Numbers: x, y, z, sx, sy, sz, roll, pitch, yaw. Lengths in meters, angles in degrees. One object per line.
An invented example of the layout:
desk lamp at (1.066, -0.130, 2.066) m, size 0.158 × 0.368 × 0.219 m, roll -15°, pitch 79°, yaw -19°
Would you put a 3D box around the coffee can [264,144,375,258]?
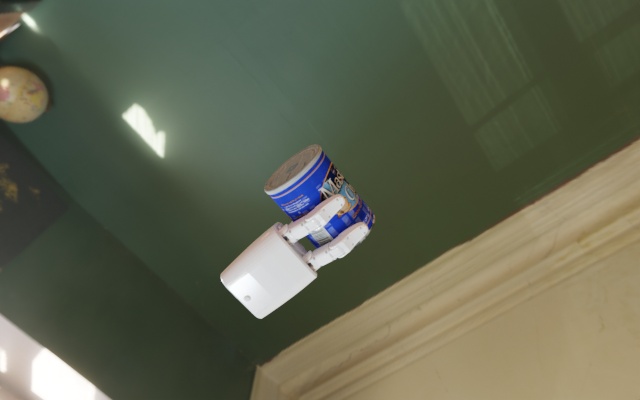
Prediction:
coffee can at (0.000, 0.002, 0.711) m, size 0.103 × 0.140 × 0.102 m, roll -35°, pitch 20°, yaw 15°
